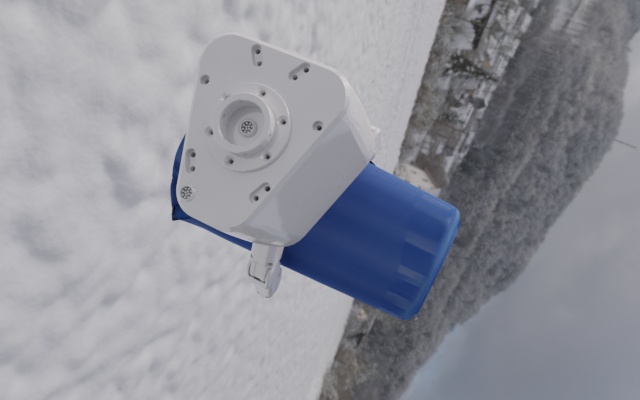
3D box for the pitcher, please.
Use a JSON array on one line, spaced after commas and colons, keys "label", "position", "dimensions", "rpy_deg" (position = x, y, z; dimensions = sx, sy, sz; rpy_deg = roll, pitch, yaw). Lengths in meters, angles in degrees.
[{"label": "pitcher", "position": [0.000, 0.001, 0.446], "dimensions": [0.243, 0.149, 0.145], "rpy_deg": [25, -4, 14]}]
